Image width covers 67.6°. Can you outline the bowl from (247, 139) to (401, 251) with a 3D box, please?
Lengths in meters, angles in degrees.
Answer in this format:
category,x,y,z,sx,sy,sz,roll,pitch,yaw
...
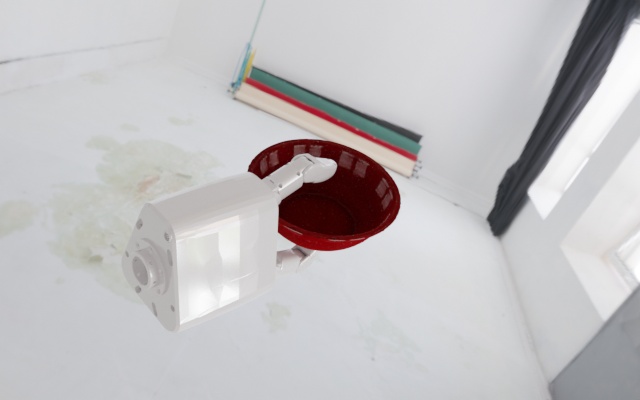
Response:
category,x,y,z,sx,sy,sz,roll,pitch,yaw
bowl,0.001,0.002,0.509,0.162,0.055,0.162,8,40,-7
